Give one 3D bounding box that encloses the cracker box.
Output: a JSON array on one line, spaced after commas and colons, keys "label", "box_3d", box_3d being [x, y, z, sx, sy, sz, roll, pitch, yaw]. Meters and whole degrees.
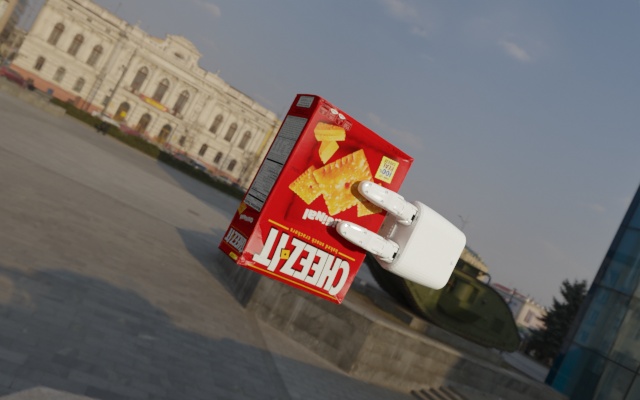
[{"label": "cracker box", "box_3d": [0.000, 0.002, 0.592, 0.164, 0.213, 0.072, 28, -2, -32]}]
